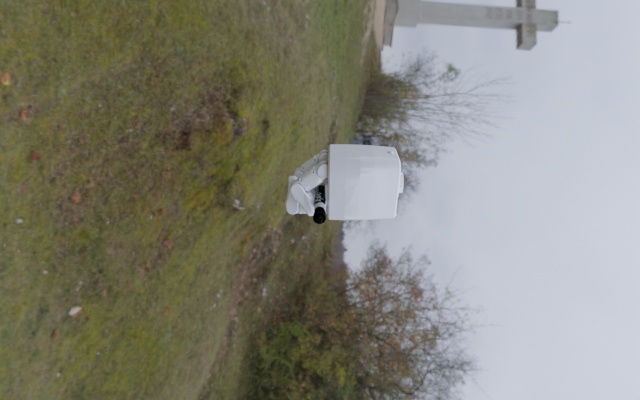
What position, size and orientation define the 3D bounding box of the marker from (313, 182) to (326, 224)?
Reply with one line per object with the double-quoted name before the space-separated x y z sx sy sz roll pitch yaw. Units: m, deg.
"marker" 0.000 0.002 0.720 0.020 0.020 0.121 0 24 2
